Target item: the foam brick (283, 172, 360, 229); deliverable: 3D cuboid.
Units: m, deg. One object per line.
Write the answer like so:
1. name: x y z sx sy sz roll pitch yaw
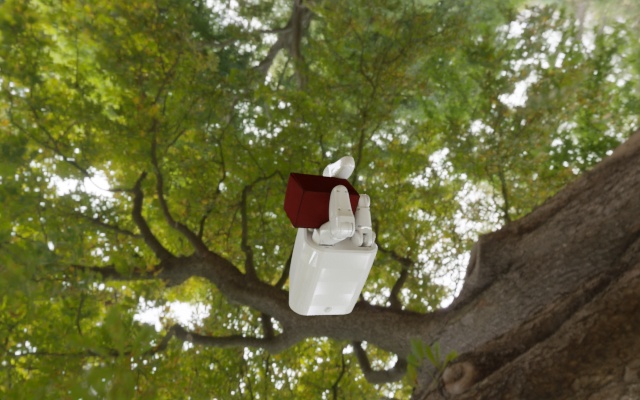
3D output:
1. foam brick: 0.000 0.002 0.590 0.078 0.051 0.053 5 26 -24
